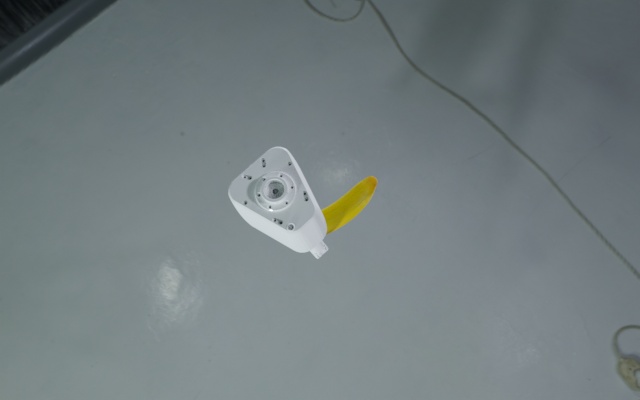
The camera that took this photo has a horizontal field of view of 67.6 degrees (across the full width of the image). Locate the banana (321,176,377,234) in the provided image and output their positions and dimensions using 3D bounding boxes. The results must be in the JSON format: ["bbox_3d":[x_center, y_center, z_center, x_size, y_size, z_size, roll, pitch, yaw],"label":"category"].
[{"bbox_3d":[0.002,0.020,0.739,0.198,0.069,0.037,-18,-20,1],"label":"banana"}]
